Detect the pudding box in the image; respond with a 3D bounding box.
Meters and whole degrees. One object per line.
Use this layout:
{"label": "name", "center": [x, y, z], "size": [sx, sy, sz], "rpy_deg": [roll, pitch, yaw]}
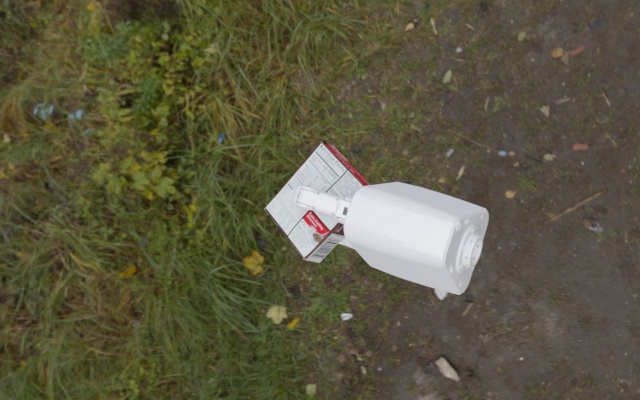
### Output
{"label": "pudding box", "center": [0.000, 0.002, 0.554], "size": [0.090, 0.113, 0.039], "rpy_deg": [50, 14, 28]}
